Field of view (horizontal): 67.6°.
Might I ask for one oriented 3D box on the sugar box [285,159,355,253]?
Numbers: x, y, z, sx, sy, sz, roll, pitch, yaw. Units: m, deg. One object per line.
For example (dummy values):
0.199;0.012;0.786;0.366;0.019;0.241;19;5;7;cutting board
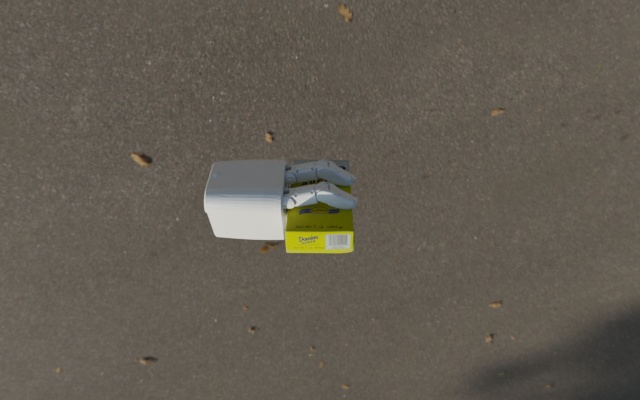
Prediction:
0.000;0.002;0.700;0.093;0.048;0.176;0;40;0;sugar box
